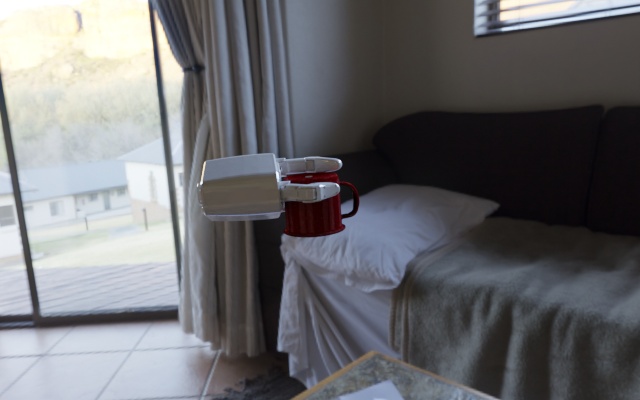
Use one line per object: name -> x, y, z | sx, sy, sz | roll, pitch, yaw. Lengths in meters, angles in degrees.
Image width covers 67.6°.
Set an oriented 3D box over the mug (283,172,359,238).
mug -> 0.002, 0.002, 0.701 | 0.117, 0.081, 0.093 | -5, 10, -8
